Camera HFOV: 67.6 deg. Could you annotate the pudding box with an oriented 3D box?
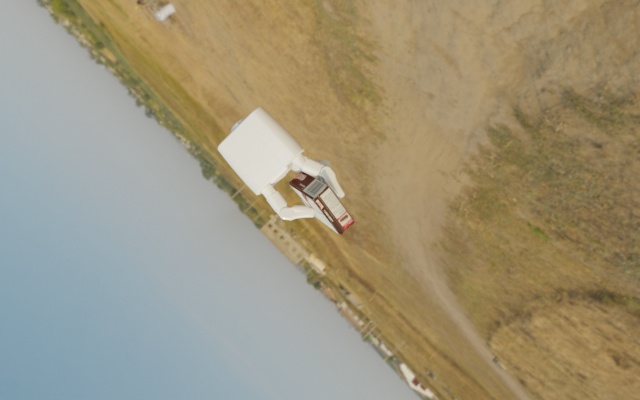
[{"bbox_3d":[0.000,0.003,0.828,0.039,0.090,0.113,-42,29,-7],"label":"pudding box"}]
